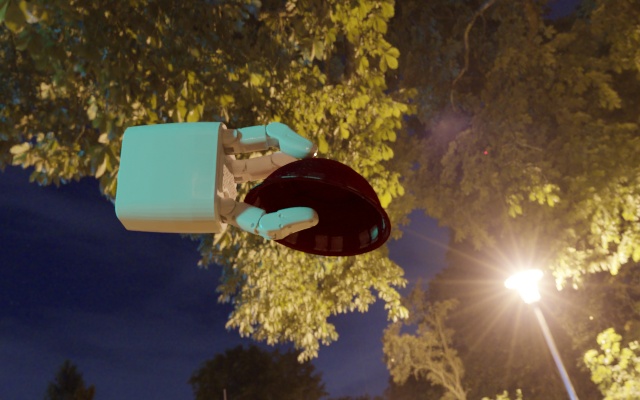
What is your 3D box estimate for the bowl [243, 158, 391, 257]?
[{"bbox_3d":[0.001,0.002,0.529,0.162,0.055,0.162,9,-32,6],"label":"bowl"}]
